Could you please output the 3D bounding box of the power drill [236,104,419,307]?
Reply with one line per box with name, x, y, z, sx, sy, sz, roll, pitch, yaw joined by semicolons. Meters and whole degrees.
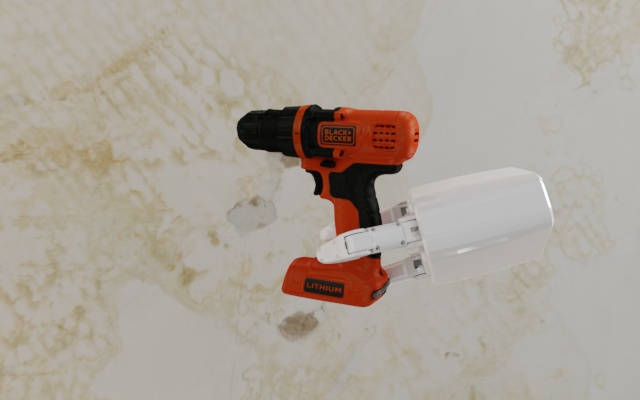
power drill;0.000;0.002;0.468;0.184;0.188;0.057;6;14;25
